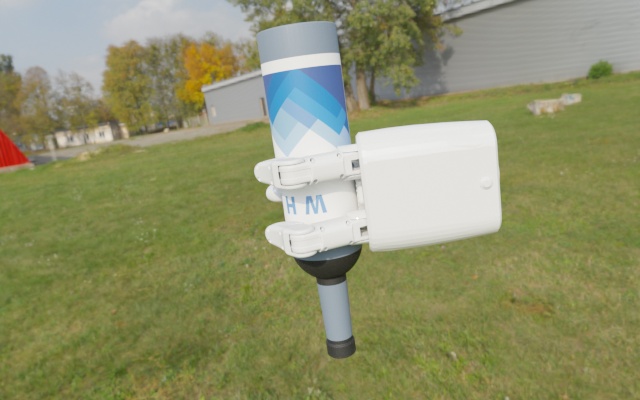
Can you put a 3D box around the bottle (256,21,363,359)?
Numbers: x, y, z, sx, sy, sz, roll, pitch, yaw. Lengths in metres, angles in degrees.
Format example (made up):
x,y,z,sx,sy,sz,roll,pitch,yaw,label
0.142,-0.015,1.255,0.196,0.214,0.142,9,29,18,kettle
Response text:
x,y,z,sx,sy,sz,roll,pitch,yaw,label
0.000,0.001,0.425,0.069,0.296,0.069,-8,12,2,bottle
